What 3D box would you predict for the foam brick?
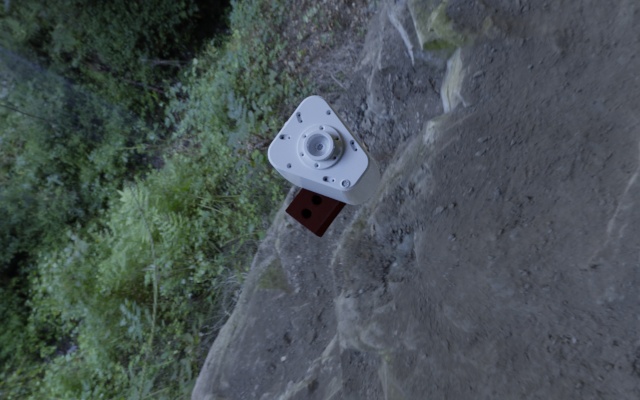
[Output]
[{"bbox_3d":[0.000,0.002,0.632,0.053,0.078,0.051,37,1,12],"label":"foam brick"}]
